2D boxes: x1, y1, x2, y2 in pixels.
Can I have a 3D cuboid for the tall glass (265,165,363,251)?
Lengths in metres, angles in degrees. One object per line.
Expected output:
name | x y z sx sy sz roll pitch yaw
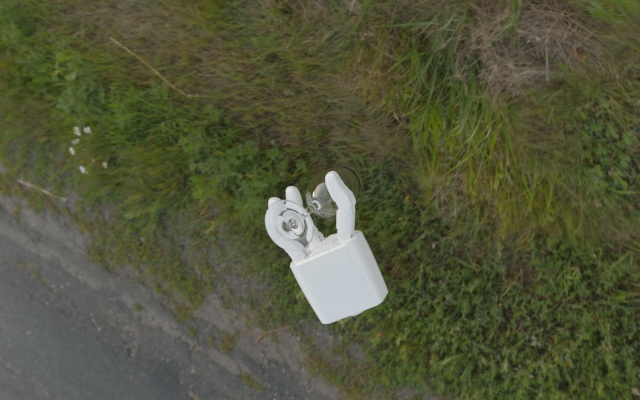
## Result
tall glass | 0.000 0.002 0.721 0.079 0.079 0.201 0 19 27
